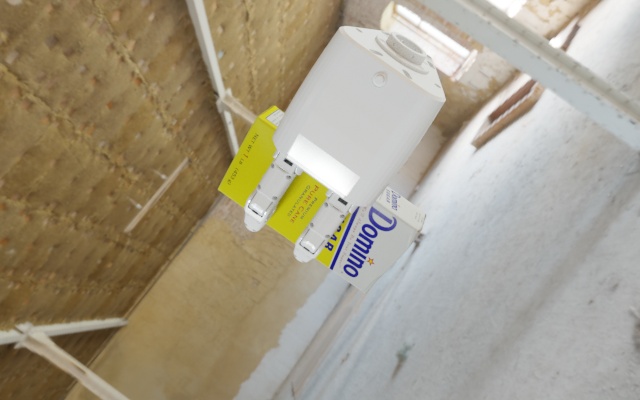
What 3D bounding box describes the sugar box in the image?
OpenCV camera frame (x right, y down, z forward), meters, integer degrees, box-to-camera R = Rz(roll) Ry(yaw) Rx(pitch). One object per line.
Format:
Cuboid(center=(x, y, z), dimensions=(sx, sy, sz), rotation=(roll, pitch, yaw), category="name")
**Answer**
Cuboid(center=(0.000, 0.002, 0.449), dimensions=(0.176, 0.093, 0.048), rotation=(36, 32, 2), category="sugar box")
